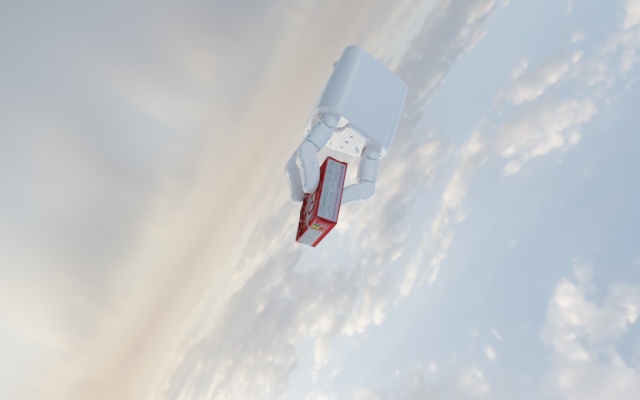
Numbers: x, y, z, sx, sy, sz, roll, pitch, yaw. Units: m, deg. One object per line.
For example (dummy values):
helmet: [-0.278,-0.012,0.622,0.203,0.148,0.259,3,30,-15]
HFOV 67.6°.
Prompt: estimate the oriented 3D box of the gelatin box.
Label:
gelatin box: [0.000,0.002,0.578,0.030,0.089,0.073,19,-32,-14]
